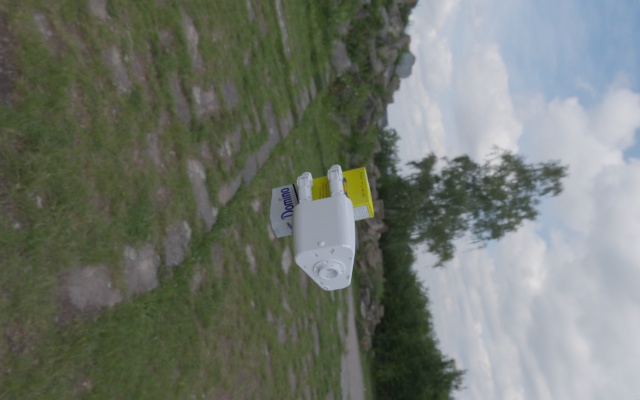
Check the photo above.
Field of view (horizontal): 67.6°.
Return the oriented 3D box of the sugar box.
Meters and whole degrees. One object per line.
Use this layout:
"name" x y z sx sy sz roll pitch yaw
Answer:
"sugar box" 0.000 0.002 0.839 0.176 0.048 0.093 -12 43 9
